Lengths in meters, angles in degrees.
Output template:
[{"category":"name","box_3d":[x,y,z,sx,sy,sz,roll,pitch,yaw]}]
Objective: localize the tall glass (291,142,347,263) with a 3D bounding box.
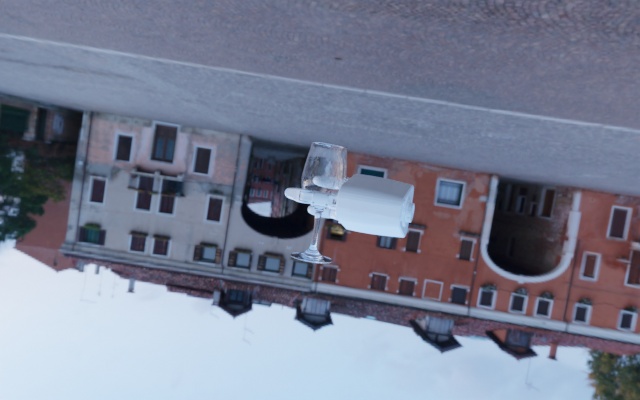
[{"category":"tall glass","box_3d":[0.000,0.003,0.828,0.079,0.201,0.079,9,3,0]}]
